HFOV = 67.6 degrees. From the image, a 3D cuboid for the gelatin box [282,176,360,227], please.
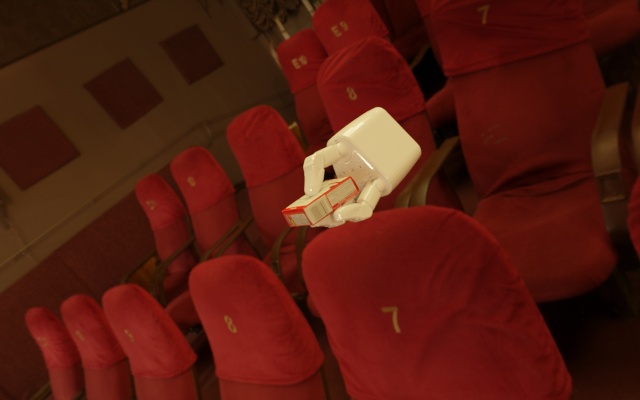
[{"bbox_3d":[0.000,0.002,0.660,0.089,0.030,0.073,-35,12,-25],"label":"gelatin box"}]
